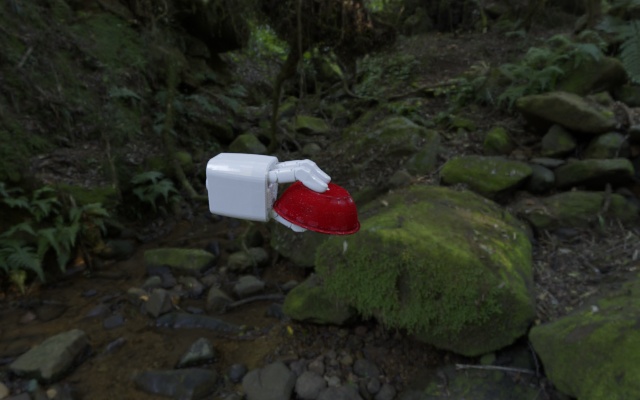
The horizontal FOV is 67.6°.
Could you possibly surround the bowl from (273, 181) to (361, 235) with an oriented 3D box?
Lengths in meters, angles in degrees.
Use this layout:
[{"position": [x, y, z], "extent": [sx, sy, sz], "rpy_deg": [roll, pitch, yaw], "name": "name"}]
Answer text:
[{"position": [0.002, 0.003, 0.844], "extent": [0.162, 0.055, 0.162], "rpy_deg": [14, 17, -5], "name": "bowl"}]
